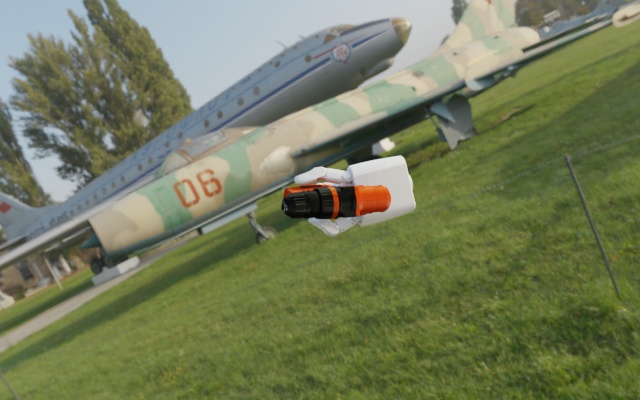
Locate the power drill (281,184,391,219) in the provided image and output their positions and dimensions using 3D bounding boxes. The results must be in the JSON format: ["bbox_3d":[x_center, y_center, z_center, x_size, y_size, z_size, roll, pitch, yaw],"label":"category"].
[{"bbox_3d":[0.000,0.003,0.815,0.184,0.057,0.187,-2,3,-23],"label":"power drill"}]
